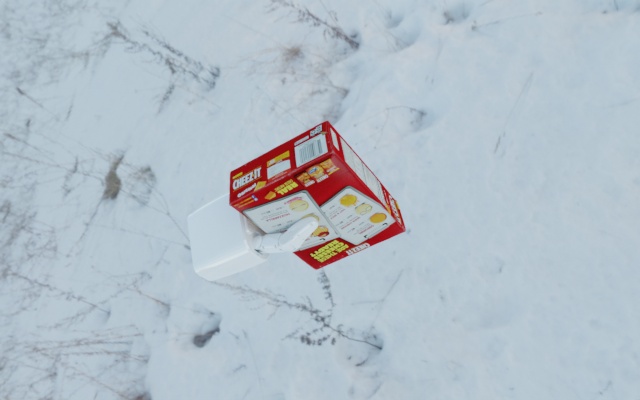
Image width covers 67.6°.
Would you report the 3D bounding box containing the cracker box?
[{"bbox_3d":[0.000,0.002,0.686,0.164,0.072,0.214,-26,-42,21],"label":"cracker box"}]
